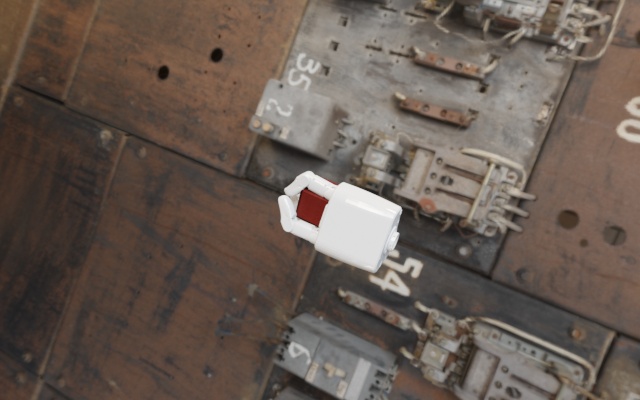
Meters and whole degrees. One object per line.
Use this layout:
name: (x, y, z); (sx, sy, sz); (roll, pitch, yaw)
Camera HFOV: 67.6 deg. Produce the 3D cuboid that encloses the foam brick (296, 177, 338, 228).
foam brick: (0.000, 0.002, 0.809); (0.051, 0.053, 0.078); (23, 29, 17)
